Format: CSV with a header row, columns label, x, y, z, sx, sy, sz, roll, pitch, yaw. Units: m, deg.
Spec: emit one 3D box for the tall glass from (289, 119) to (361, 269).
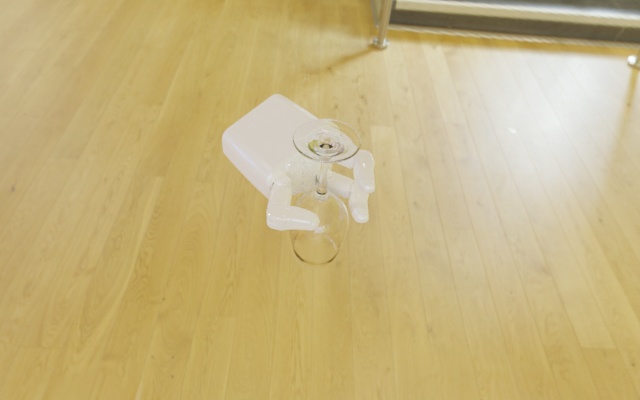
label,x,y,z,sx,sy,sz,roll,pitch,yaw
tall glass,0.000,0.002,0.588,0.079,0.079,0.201,0,-44,-5
